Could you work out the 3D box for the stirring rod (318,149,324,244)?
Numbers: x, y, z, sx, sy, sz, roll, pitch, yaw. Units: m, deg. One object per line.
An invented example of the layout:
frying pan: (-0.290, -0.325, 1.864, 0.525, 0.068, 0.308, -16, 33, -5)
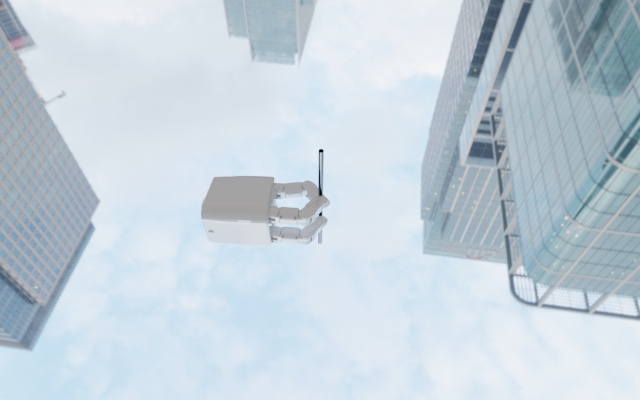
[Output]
stirring rod: (0.000, 0.002, 0.780, 0.011, 0.011, 0.240, 0, -38, -1)
